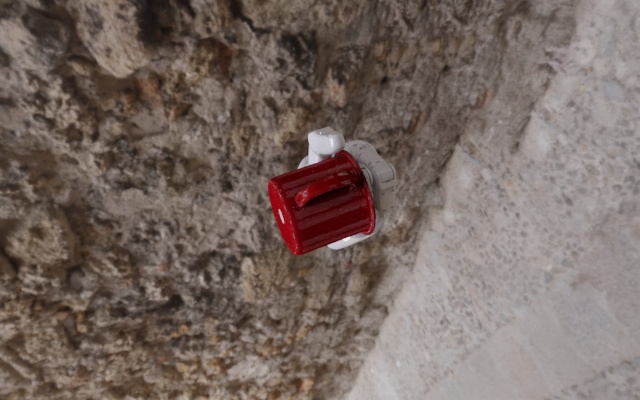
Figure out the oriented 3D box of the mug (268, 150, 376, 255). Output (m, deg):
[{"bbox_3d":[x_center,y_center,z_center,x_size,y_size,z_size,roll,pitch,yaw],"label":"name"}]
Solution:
[{"bbox_3d":[0.000,0.001,0.466,0.081,0.093,0.117,-19,-10,-15],"label":"mug"}]
